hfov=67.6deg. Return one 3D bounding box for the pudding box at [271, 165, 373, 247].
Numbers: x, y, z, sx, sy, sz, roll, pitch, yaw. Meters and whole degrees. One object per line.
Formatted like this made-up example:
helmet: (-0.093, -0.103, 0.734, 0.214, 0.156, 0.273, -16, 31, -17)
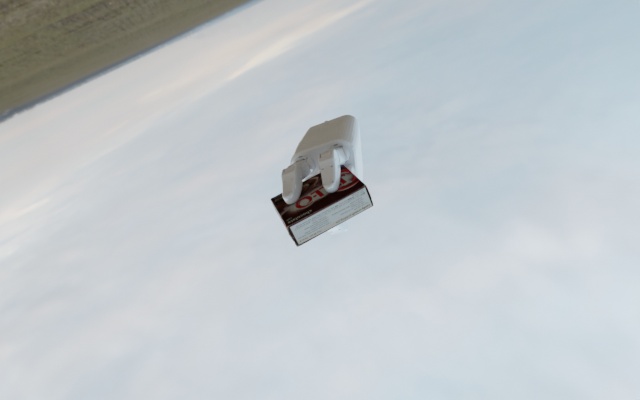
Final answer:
pudding box: (0.000, 0.002, 0.622, 0.113, 0.039, 0.090, -30, 28, -5)
